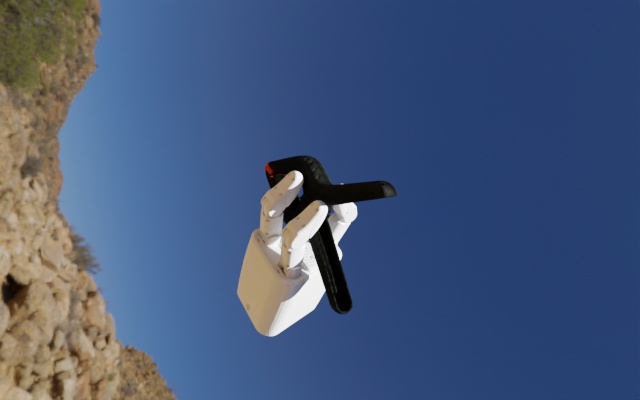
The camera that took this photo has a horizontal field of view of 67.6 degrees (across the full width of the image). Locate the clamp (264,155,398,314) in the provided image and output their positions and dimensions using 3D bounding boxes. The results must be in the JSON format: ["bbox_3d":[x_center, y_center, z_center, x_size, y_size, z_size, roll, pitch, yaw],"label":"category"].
[{"bbox_3d":[0.000,0.002,0.551,0.036,0.165,0.210,-4,41,-38],"label":"clamp"}]
